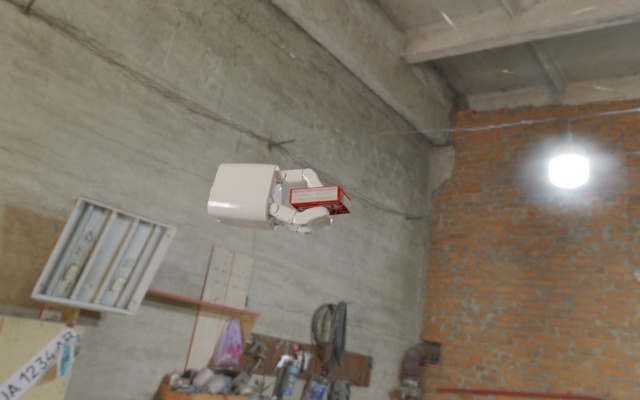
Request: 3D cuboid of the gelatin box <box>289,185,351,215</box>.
[{"bbox_3d":[0.000,0.002,0.818,0.089,0.030,0.073,-5,-21,18],"label":"gelatin box"}]
